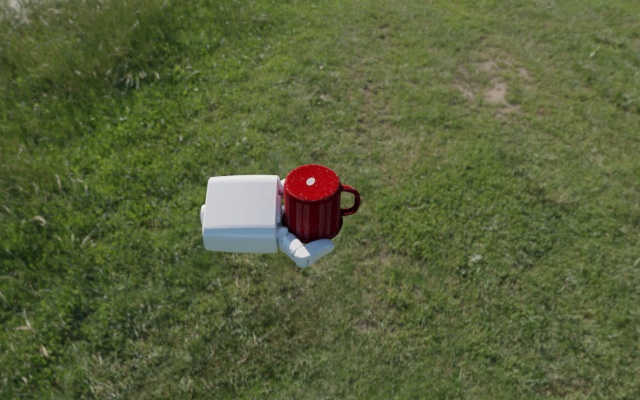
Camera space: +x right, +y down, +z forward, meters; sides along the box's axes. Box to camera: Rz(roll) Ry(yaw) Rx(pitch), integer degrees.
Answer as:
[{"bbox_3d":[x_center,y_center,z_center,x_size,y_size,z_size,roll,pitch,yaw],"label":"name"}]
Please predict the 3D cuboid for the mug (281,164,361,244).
[{"bbox_3d":[0.002,0.002,0.694,0.117,0.082,0.093,-1,45,-2],"label":"mug"}]
